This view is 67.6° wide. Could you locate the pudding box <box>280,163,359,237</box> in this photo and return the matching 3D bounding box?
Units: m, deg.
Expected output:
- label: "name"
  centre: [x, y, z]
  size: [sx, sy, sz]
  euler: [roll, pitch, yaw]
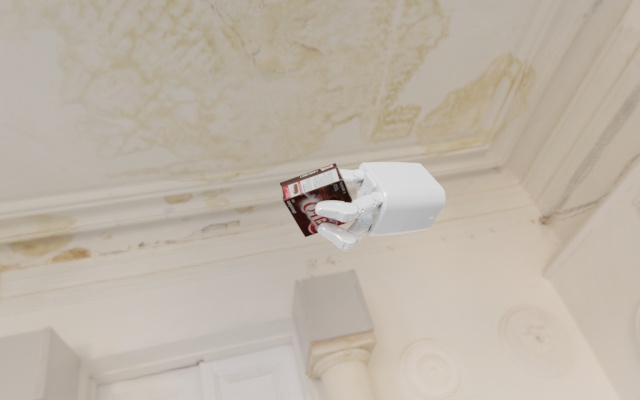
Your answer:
- label: "pudding box"
  centre: [0.000, 0.002, 0.709]
  size: [0.090, 0.039, 0.114]
  euler: [-20, -38, 5]
